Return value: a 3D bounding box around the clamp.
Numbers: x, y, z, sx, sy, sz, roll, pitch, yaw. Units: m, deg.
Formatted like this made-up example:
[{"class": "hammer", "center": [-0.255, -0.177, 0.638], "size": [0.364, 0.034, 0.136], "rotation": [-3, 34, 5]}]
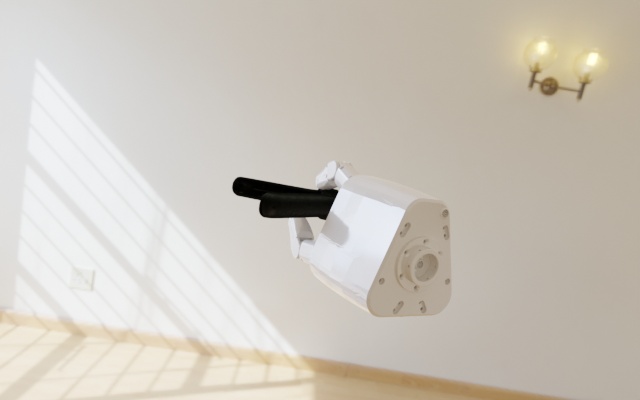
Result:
[{"class": "clamp", "center": [0.001, 0.001, 0.573], "size": [0.210, 0.036, 0.164], "rotation": [6, 8, -28]}]
